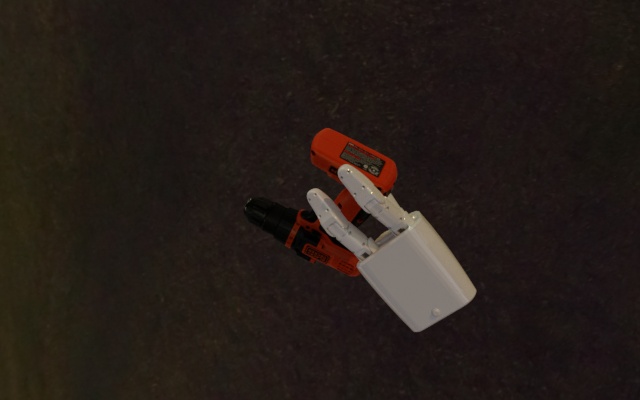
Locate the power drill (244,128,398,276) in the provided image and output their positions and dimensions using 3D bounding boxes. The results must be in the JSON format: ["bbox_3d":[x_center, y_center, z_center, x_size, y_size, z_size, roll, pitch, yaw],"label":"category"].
[{"bbox_3d":[0.000,0.002,0.606,0.184,0.188,0.057,26,45,1],"label":"power drill"}]
